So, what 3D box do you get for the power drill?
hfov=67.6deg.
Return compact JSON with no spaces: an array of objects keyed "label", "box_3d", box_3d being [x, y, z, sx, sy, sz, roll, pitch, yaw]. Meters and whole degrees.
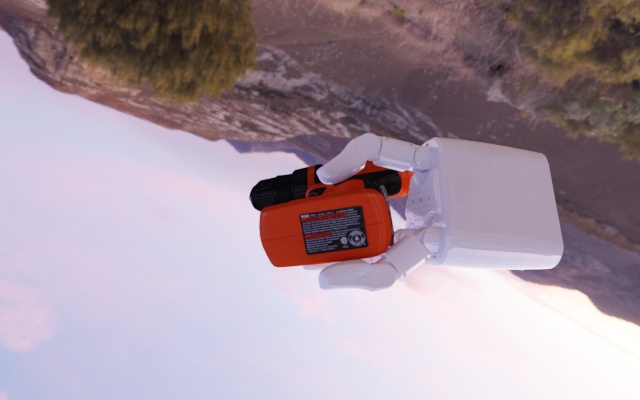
[{"label":"power drill","box_3d":[0.000,0.002,0.463,0.184,0.057,0.187,-11,15,11]}]
